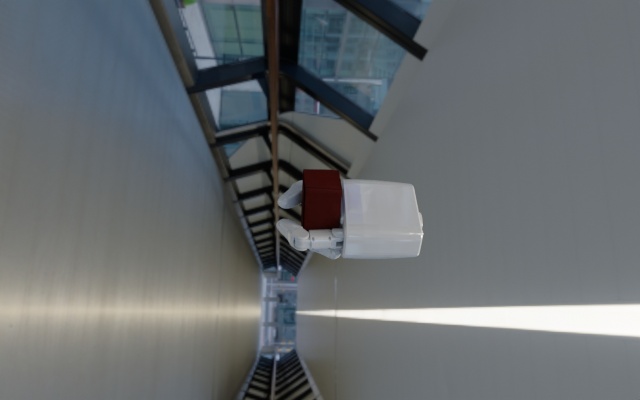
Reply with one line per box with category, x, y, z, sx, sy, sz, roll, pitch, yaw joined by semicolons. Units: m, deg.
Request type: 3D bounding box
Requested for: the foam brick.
foam brick;0.000;0.002;0.653;0.051;0.078;0.053;1;33;-3
